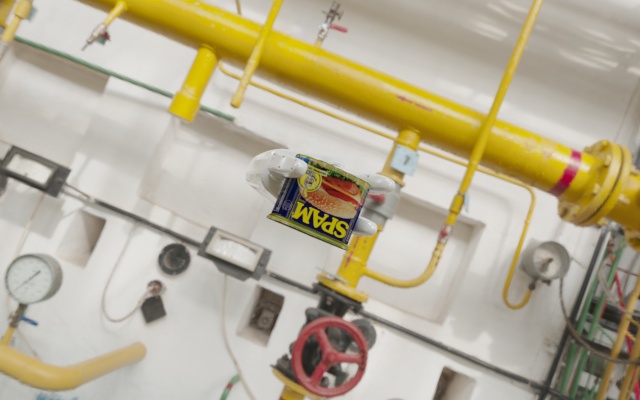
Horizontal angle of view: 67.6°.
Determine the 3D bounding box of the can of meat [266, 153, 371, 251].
[{"bbox_3d":[0.000,0.002,0.565,0.102,0.084,0.057,24,-6,-18],"label":"can of meat"}]
